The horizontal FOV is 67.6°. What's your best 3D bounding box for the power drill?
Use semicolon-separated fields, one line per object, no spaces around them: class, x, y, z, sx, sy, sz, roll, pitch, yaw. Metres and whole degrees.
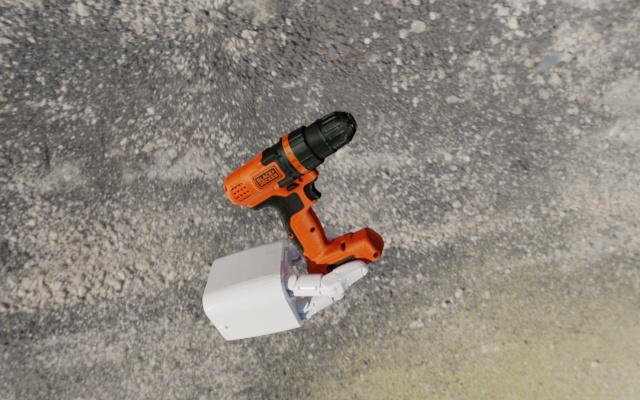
power drill;0.000;0.002;0.590;0.184;0.188;0.057;-28;18;23
